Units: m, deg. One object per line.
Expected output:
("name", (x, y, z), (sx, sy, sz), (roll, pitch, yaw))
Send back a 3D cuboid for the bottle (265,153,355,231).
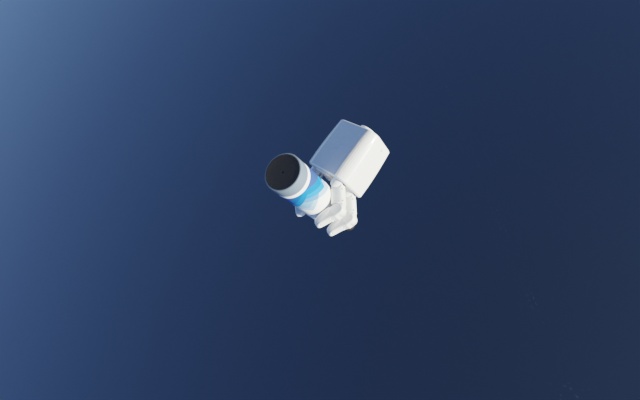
("bottle", (0.000, 0.003, 0.881), (0.069, 0.069, 0.296), (0, -19, 26))
